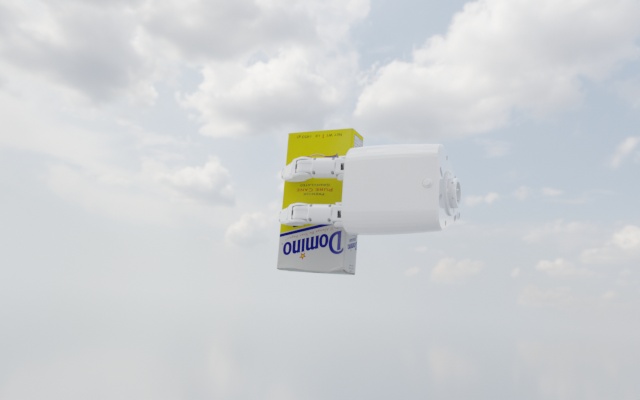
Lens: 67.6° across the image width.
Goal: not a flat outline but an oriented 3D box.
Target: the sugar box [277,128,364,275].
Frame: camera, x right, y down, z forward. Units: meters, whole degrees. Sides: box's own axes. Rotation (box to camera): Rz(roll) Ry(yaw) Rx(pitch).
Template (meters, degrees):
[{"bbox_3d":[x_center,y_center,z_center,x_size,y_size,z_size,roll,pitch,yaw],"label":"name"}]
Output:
[{"bbox_3d":[0.000,0.002,0.597,0.093,0.176,0.048,-1,-14,25],"label":"sugar box"}]
